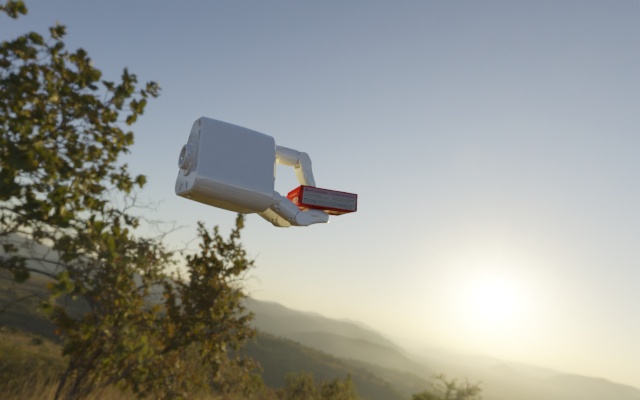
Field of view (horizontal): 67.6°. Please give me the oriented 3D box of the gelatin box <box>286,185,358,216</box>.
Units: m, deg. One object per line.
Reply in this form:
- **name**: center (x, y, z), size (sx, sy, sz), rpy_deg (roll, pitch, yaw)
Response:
- **gelatin box**: center (0.000, 0.002, 0.702), size (0.089, 0.030, 0.073), rpy_deg (8, -9, -19)
